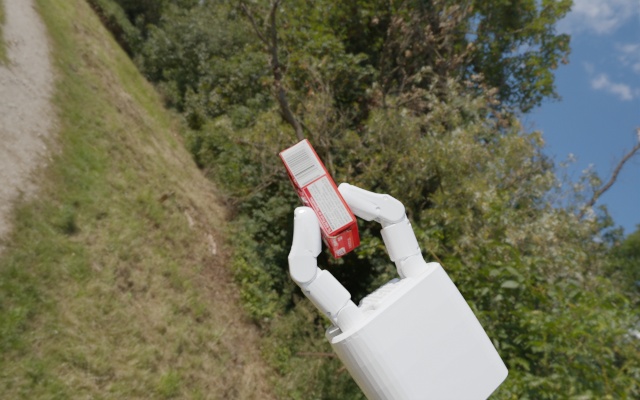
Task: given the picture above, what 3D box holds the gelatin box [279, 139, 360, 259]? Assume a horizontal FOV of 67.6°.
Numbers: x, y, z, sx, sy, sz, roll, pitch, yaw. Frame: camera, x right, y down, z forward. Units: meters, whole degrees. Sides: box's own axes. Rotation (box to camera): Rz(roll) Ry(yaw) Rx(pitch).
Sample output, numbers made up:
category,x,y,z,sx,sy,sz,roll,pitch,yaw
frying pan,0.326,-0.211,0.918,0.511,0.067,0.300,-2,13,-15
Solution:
category,x,y,z,sx,sy,sz,roll,pitch,yaw
gelatin box,0.000,0.001,0.420,0.030,0.089,0.073,-29,-19,-5
